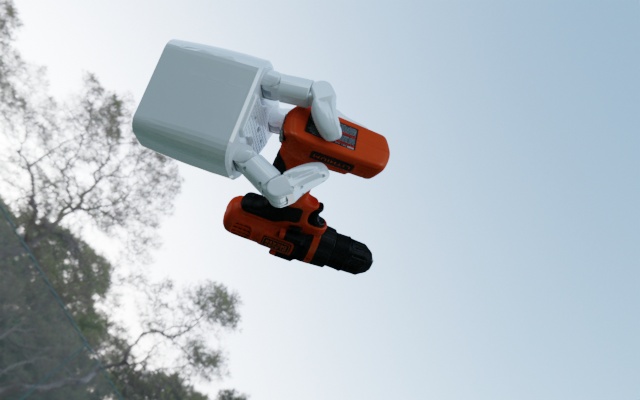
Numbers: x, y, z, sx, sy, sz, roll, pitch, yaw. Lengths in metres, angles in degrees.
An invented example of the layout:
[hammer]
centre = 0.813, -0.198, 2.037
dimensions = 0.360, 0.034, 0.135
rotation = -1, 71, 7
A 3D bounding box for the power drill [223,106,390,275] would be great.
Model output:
[power drill]
centre = 0.000, 0.001, 0.512
dimensions = 0.184, 0.057, 0.188
rotation = 19, -47, -10
